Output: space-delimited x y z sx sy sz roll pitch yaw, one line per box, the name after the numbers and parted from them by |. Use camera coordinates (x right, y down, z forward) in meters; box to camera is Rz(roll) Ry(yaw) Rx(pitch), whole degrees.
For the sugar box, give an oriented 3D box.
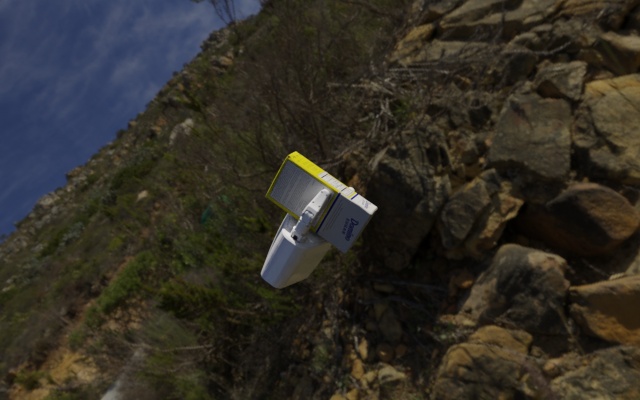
0.000 0.003 0.826 0.176 0.093 0.048 35 27 8 | sugar box
